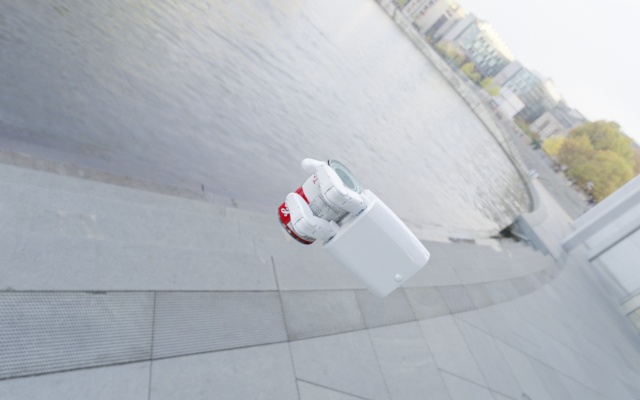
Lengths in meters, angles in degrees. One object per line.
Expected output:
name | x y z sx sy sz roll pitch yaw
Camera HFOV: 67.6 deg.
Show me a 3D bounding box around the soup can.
soup can | 0.000 0.002 0.635 0.102 0.068 0.068 -43 -18 21
